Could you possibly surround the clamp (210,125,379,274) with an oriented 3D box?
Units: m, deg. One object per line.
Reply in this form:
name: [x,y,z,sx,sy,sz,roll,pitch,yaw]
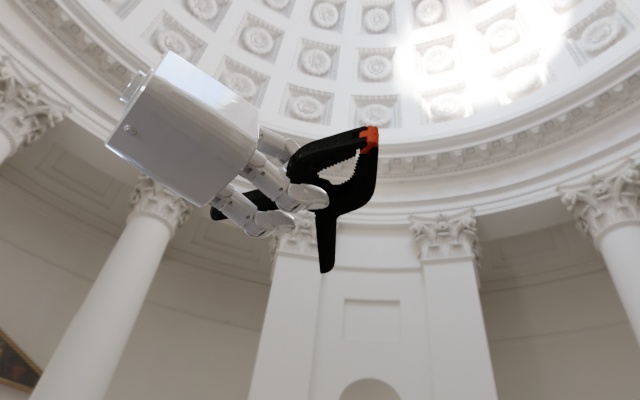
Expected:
clamp: [0.000,0.001,0.517,0.164,0.036,0.210,34,-51,-24]
